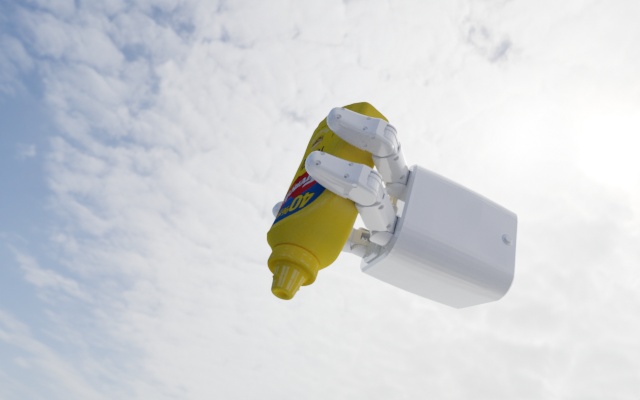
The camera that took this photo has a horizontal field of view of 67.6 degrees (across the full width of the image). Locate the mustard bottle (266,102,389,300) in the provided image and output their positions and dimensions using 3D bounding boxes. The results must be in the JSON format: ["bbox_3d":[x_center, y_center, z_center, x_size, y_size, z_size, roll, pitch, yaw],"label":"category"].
[{"bbox_3d":[0.000,0.001,0.417,0.058,0.191,0.096,39,-40,-21],"label":"mustard bottle"}]
